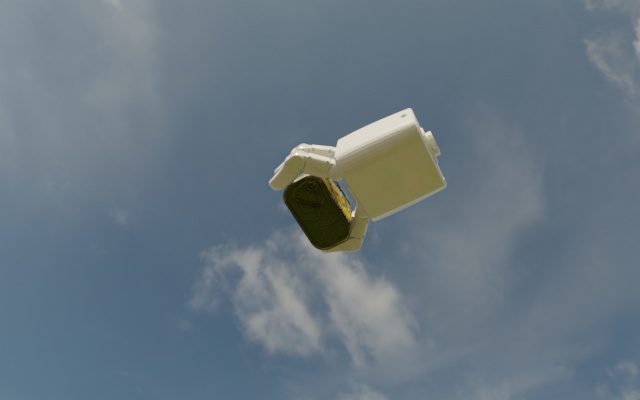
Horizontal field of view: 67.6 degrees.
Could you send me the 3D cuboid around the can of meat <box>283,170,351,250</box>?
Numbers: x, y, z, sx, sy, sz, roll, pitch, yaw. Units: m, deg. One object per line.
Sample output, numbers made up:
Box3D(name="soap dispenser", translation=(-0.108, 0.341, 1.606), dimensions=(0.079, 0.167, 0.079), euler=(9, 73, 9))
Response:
Box3D(name="can of meat", translation=(0.000, 0.002, 0.644), dimensions=(0.057, 0.102, 0.084), euler=(-27, 17, 17))
